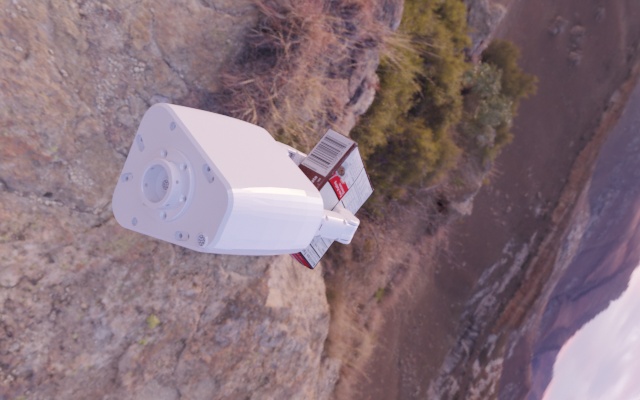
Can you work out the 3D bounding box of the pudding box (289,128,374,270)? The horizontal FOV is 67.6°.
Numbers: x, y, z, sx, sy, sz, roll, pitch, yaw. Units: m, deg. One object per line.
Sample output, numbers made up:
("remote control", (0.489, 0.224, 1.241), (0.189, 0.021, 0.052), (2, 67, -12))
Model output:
("pudding box", (0.000, 0.002, 0.468), (0.039, 0.113, 0.090), (32, -16, 30))
